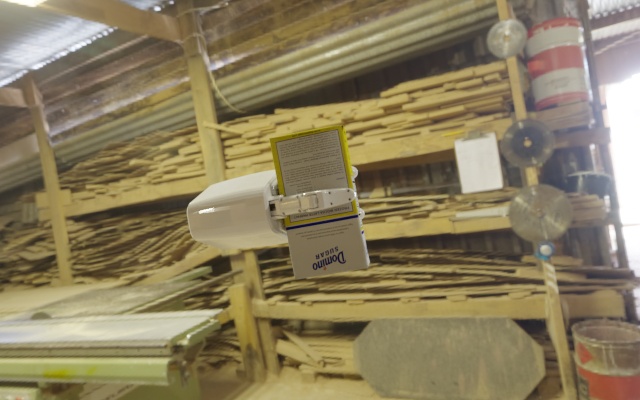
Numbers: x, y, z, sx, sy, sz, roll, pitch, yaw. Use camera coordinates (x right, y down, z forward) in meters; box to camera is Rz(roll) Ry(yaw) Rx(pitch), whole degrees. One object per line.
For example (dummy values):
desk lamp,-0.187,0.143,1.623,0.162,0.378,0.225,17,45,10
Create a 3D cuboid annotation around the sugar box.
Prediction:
sugar box,0.000,0.002,0.591,0.093,0.176,0.048,-10,2,9
